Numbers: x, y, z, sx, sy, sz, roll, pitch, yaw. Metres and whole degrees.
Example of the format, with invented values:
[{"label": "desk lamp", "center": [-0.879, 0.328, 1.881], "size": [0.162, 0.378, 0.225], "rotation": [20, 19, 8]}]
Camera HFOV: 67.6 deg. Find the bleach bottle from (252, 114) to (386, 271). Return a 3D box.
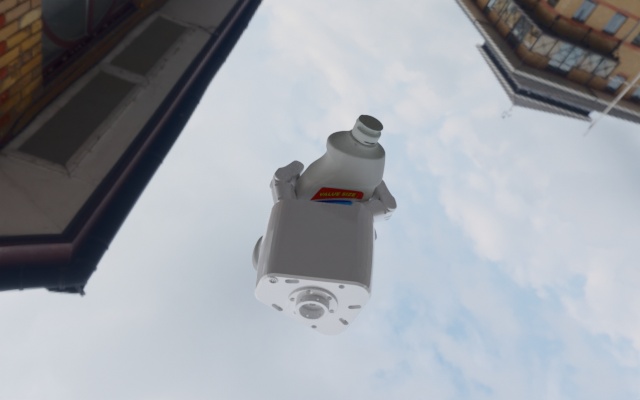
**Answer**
[{"label": "bleach bottle", "center": [0.000, 0.002, 0.579], "size": [0.102, 0.251, 0.068], "rotation": [19, 40, -11]}]
